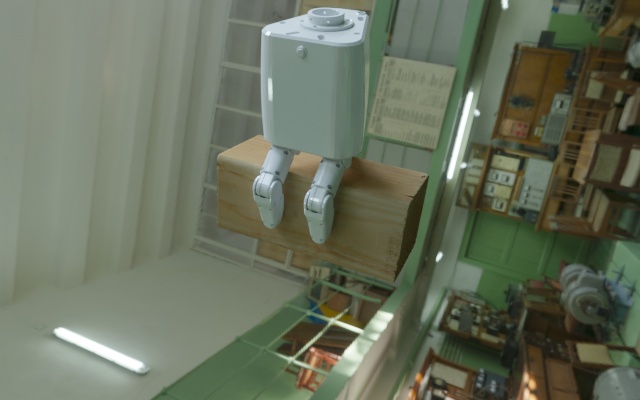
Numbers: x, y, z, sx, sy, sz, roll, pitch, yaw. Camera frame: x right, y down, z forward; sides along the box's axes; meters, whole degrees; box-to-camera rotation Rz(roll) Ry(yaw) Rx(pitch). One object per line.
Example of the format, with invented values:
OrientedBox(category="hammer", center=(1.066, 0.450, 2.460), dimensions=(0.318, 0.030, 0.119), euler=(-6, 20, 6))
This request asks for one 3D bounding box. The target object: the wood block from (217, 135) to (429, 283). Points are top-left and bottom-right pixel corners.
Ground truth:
OrientedBox(category="wood block", center=(0.000, 0.001, 0.517), dimensions=(0.206, 0.090, 0.090), euler=(16, 28, 20))
